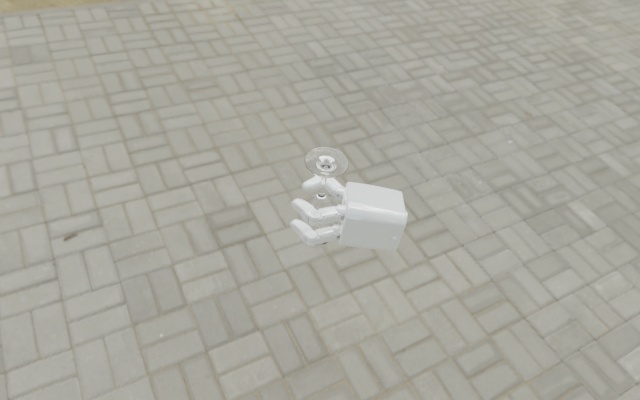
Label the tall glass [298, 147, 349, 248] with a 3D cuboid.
[{"bbox_3d":[0.000,0.002,0.866,0.079,0.079,0.201,0,-42,-9],"label":"tall glass"}]
